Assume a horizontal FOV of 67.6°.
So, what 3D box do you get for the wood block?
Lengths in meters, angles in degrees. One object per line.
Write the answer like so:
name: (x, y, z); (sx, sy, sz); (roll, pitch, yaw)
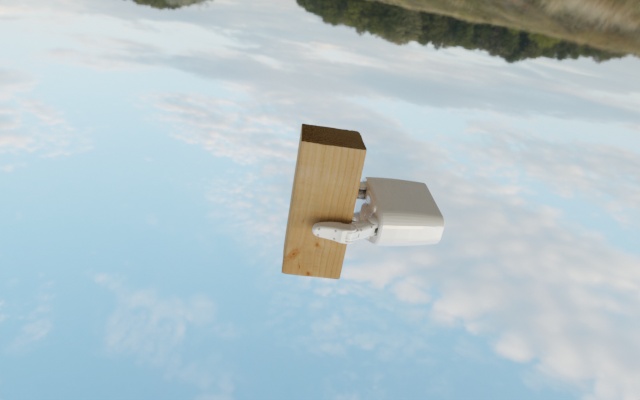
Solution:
wood block: (0.000, 0.003, 0.706); (0.090, 0.206, 0.090); (7, 24, -6)
